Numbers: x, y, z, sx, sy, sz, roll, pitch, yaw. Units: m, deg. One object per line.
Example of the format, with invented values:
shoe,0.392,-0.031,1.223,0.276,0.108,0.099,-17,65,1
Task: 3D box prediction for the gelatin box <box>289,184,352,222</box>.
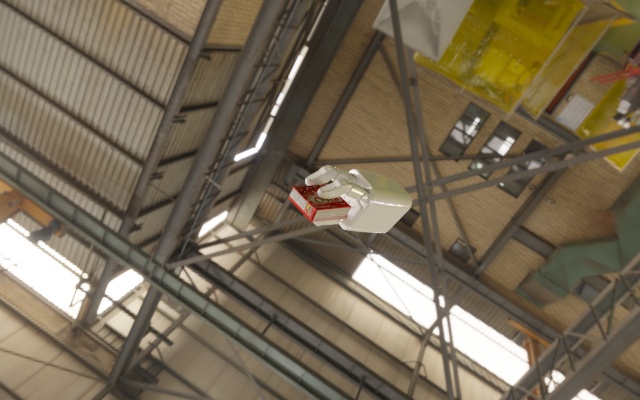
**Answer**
gelatin box,0.000,0.003,0.852,0.089,0.030,0.073,-5,39,-42
